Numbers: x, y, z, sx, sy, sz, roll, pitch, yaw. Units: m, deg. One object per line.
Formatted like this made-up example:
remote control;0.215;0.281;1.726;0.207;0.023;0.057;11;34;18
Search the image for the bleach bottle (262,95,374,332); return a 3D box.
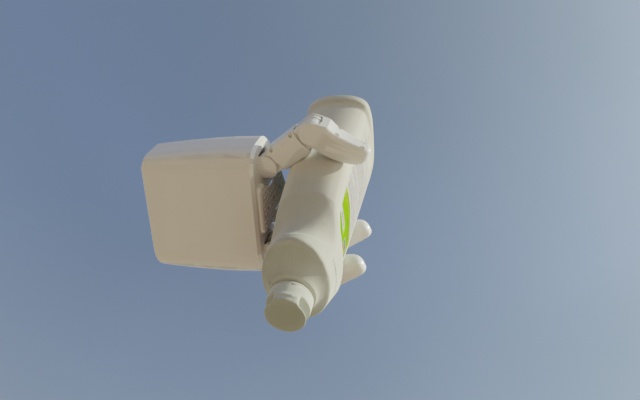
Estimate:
bleach bottle;0.000;0.001;0.406;0.068;0.103;0.250;0;32;13
